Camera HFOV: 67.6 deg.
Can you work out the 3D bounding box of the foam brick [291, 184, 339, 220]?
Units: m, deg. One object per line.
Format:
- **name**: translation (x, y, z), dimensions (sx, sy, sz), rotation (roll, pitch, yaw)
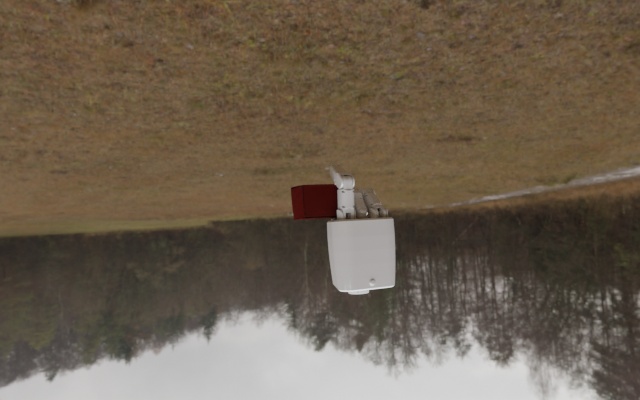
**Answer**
- **foam brick**: translation (0.000, 0.002, 0.733), dimensions (0.078, 0.051, 0.053), rotation (-2, -3, -22)
